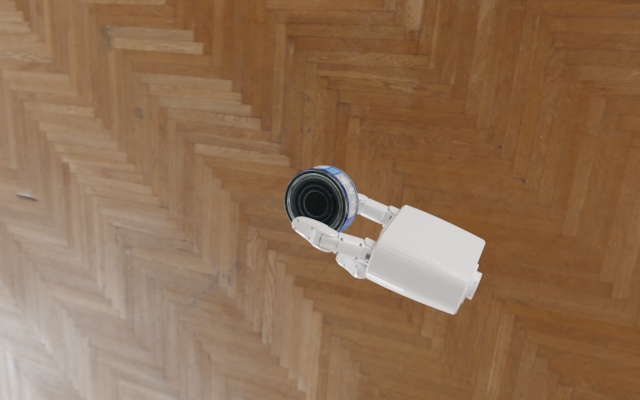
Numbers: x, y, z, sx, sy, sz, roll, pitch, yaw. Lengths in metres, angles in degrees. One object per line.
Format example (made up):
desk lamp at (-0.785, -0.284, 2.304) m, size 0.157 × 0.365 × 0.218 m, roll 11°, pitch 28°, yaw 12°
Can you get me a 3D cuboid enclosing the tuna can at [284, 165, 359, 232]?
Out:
tuna can at (0.000, 0.002, 0.570) m, size 0.086 × 0.086 × 0.033 m, roll 0°, pitch 10°, yaw 27°
